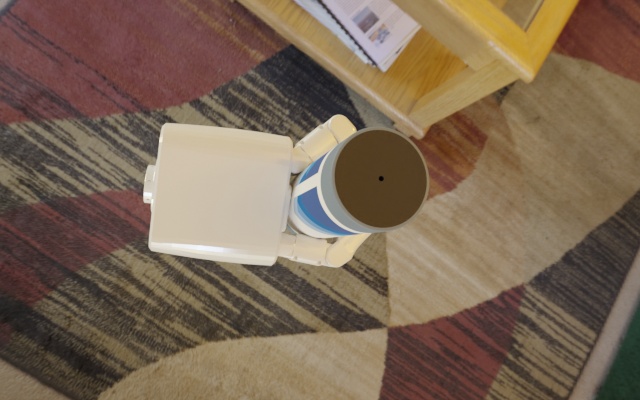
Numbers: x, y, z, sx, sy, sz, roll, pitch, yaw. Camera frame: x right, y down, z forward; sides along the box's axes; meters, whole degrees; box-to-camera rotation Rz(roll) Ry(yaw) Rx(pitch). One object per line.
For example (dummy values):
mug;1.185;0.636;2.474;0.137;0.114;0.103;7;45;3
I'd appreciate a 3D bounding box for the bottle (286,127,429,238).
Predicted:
bottle;0.000;0.001;0.439;0.069;0.069;0.296;0;-6;-15
